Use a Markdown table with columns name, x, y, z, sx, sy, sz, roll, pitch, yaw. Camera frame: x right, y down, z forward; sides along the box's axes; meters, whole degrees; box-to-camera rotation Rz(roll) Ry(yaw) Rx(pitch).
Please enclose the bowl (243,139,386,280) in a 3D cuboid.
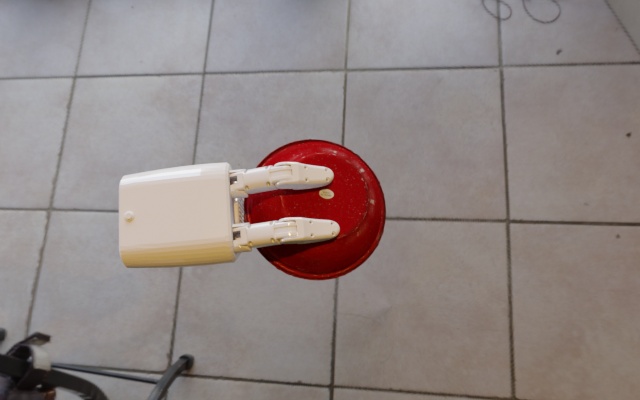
| name | x | y | z | sx | sy | sz | roll | pitch | yaw |
| --- | --- | --- | --- | --- | --- | --- | --- | --- | --- |
| bowl | 0.001 | 0.001 | 0.508 | 0.162 | 0.162 | 0.055 | 0 | -14 | -11 |
